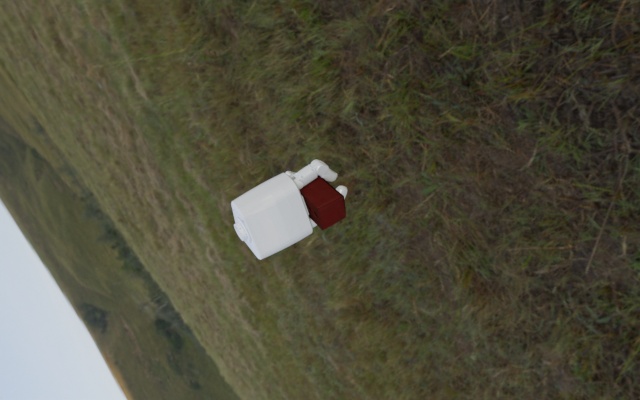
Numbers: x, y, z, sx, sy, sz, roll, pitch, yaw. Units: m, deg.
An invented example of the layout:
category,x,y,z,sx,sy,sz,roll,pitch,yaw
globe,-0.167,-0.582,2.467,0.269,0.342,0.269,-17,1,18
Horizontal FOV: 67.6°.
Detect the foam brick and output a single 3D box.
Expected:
category,x,y,z,sx,sy,sz,roll,pitch,yaw
foam brick,0.000,0.003,0.819,0.051,0.053,0.078,-29,45,-20
